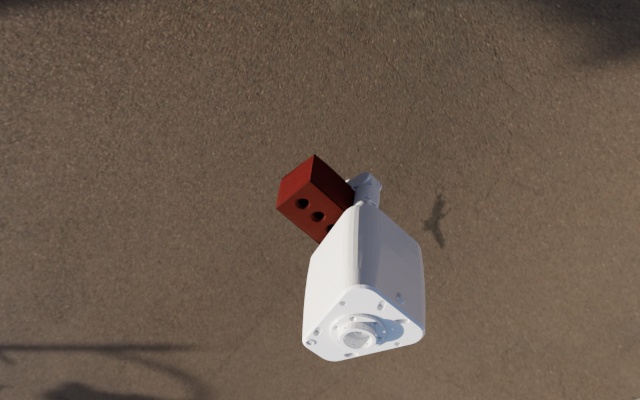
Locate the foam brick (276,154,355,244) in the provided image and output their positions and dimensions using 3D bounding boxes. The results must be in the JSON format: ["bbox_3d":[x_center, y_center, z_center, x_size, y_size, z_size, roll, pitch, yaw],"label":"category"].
[{"bbox_3d":[0.000,0.001,0.503,0.078,0.051,0.053,40,-58,-22],"label":"foam brick"}]
